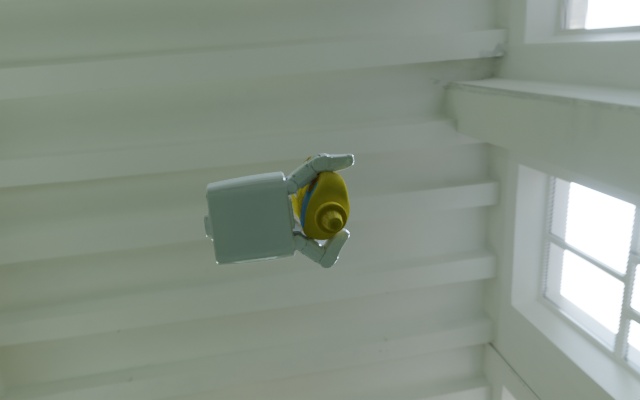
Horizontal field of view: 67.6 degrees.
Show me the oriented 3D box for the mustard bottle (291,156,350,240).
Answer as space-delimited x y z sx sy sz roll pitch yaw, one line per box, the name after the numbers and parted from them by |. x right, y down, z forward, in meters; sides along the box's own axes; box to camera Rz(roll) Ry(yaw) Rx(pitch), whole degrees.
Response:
0.000 0.002 0.672 0.058 0.096 0.191 16 13 -15 | mustard bottle
